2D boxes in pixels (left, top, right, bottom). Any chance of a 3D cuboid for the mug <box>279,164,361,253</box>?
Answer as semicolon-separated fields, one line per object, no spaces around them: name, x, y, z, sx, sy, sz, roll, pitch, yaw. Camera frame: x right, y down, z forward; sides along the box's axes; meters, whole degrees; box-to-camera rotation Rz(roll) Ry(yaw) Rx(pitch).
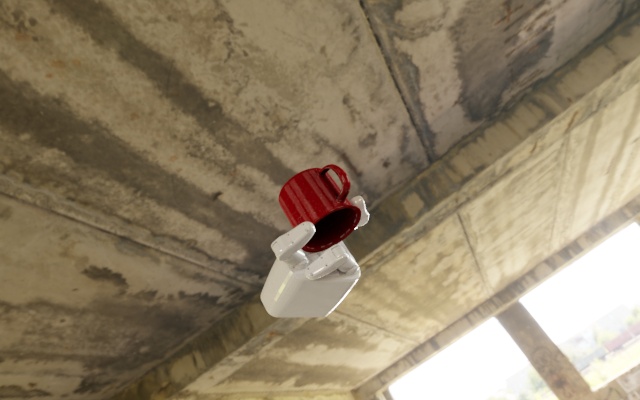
mug;0.001;0.001;0.639;0.093;0.081;0.117;-6;-40;-39
